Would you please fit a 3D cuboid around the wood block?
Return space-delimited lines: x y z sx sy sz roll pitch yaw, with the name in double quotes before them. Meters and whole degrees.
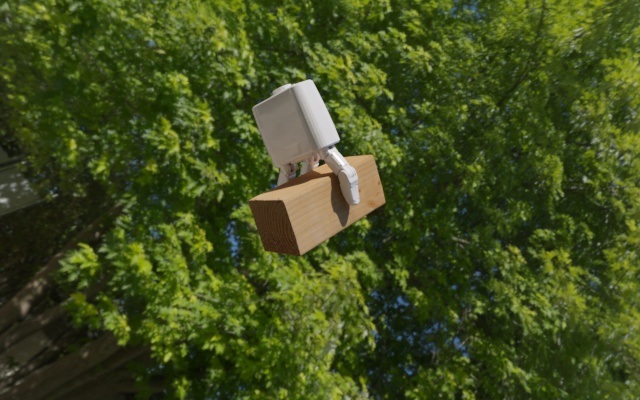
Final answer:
"wood block" 0.000 0.002 0.772 0.206 0.090 0.091 -29 19 -39
